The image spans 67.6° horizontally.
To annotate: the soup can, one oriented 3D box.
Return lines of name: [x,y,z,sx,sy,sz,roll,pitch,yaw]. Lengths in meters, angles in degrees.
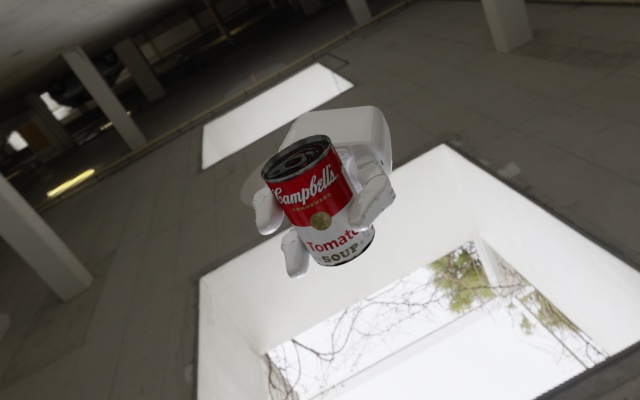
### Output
soup can: [0.000,0.002,0.433,0.068,0.102,0.068,-23,27,13]
